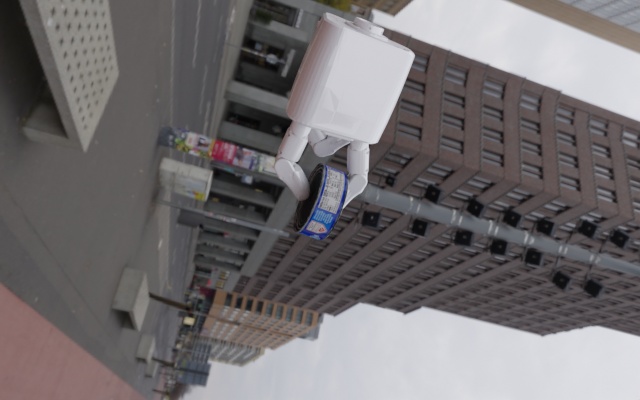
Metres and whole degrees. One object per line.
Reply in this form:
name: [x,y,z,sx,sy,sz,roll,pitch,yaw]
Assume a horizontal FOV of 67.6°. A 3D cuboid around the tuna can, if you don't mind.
tuna can: [0.001,0.002,0.557,0.034,0.086,0.086,21,-5,-14]
